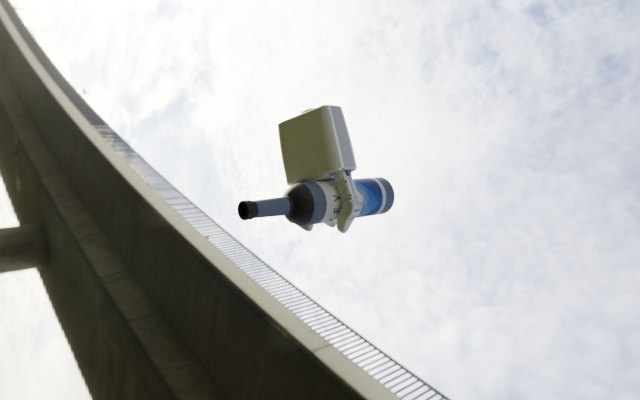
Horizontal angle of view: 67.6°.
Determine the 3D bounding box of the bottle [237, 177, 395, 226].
[{"bbox_3d":[0.000,0.003,0.754,0.295,0.069,0.069,-6,4,-43],"label":"bottle"}]
